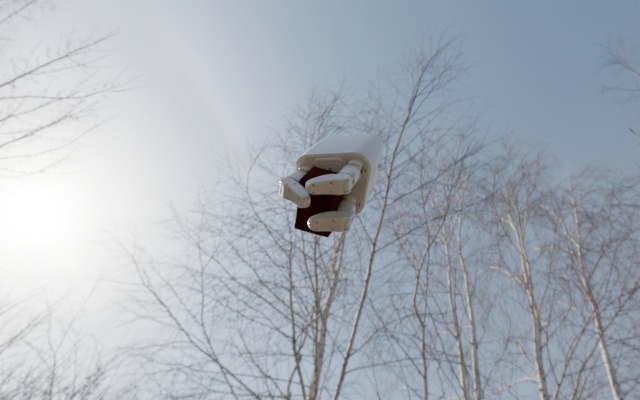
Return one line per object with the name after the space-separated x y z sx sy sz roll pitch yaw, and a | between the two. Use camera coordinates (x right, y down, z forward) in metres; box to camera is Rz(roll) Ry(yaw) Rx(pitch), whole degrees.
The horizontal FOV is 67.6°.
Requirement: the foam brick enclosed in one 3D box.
0.000 0.002 0.666 0.053 0.078 0.051 16 29 15 | foam brick
